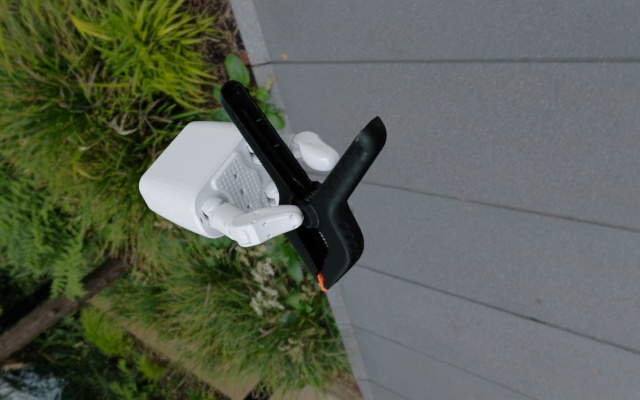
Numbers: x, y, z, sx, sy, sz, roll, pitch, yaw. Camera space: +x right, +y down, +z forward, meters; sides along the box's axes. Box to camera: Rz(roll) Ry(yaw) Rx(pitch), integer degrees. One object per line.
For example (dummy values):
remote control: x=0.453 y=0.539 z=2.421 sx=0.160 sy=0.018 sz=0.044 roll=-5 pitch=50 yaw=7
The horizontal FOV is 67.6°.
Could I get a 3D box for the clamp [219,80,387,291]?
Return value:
clamp: x=-0.001 y=0.002 z=0.409 sx=0.164 sy=0.210 sz=0.036 roll=18 pitch=46 yaw=42
